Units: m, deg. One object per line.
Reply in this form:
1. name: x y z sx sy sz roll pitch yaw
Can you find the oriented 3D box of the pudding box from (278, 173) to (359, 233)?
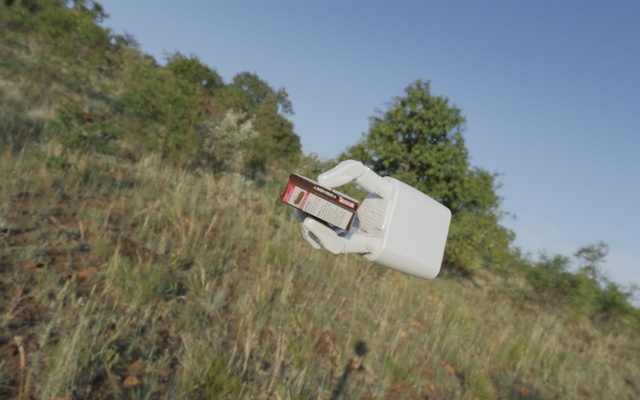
1. pudding box: 0.000 0.002 0.590 0.090 0.039 0.113 24 -1 1
